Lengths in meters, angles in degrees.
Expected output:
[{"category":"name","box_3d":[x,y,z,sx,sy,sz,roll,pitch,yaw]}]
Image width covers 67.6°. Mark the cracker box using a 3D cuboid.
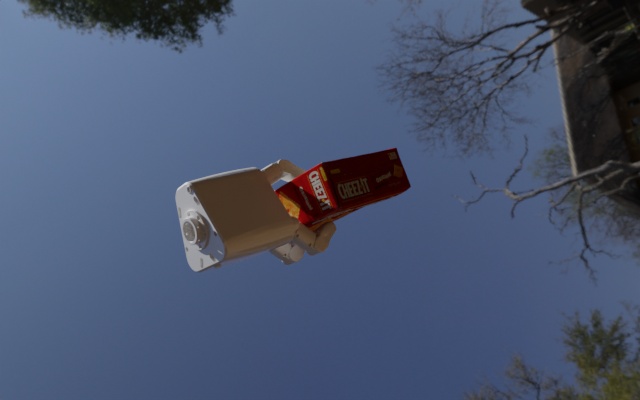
[{"category":"cracker box","box_3d":[0.000,0.002,0.706,0.164,0.072,0.214,-16,-7,-45]}]
